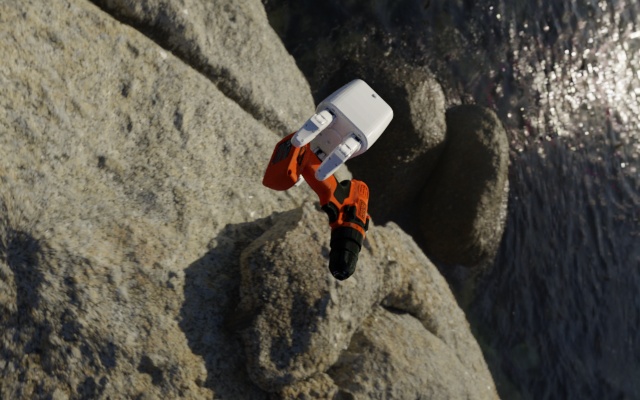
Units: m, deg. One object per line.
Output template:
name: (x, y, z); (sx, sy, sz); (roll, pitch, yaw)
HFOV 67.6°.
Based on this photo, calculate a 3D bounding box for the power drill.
power drill: (0.000, 0.002, 0.703); (0.057, 0.184, 0.188); (-24, -54, 32)
